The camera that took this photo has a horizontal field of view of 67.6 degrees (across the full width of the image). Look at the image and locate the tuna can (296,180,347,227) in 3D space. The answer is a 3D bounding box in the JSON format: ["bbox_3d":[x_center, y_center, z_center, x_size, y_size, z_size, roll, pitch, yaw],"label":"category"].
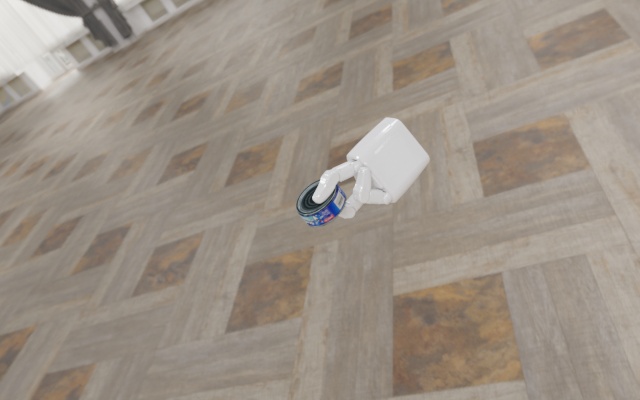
[{"bbox_3d":[0.000,0.002,0.828,0.086,0.086,0.034,0,-39,43],"label":"tuna can"}]
